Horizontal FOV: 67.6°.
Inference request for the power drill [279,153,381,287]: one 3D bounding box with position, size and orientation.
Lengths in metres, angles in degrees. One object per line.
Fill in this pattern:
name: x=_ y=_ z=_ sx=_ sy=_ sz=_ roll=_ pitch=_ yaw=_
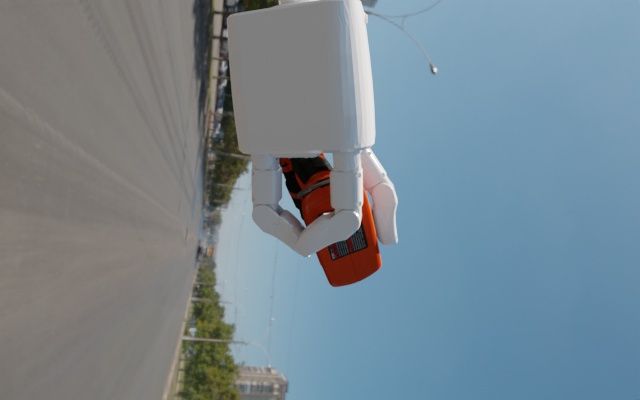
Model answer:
power drill: x=0.000 y=0.002 z=0.492 sx=0.057 sy=0.184 sz=0.187 roll=-23 pitch=33 yaw=-6
